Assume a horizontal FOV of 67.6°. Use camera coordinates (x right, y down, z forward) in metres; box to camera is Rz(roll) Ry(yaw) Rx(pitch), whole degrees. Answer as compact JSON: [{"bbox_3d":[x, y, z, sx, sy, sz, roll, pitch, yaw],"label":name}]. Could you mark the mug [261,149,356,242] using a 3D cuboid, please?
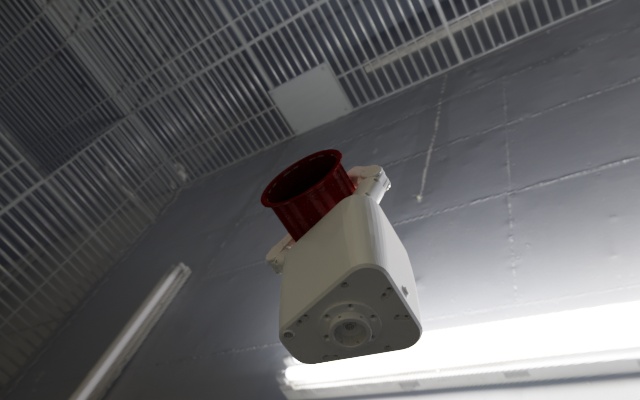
[{"bbox_3d":[0.000,0.001,0.499,0.093,0.081,0.117,-26,24,15],"label":"mug"}]
